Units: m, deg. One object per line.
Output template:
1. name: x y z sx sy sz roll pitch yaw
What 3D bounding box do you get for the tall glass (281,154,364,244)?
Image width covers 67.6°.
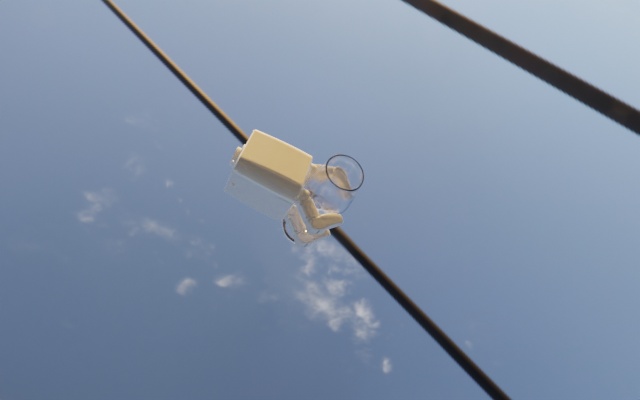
1. tall glass: 0.000 0.003 0.779 0.079 0.079 0.201 0 -26 -24
